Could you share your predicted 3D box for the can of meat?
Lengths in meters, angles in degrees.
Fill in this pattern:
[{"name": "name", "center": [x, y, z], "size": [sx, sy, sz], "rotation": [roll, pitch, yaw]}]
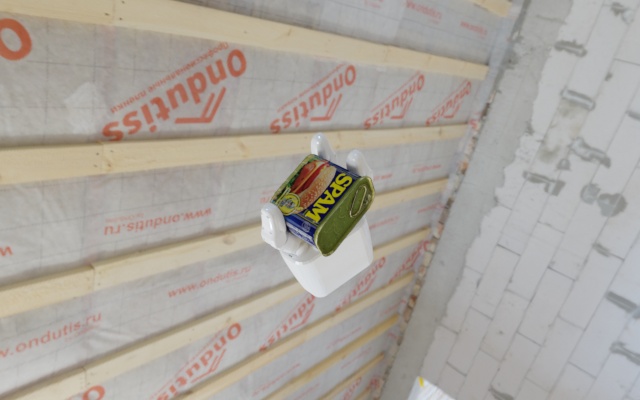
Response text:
[{"name": "can of meat", "center": [0.000, 0.002, 0.563], "size": [0.084, 0.102, 0.057], "rotation": [29, -21, 32]}]
